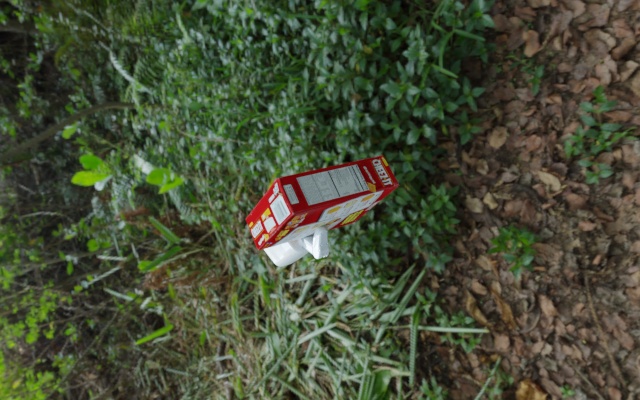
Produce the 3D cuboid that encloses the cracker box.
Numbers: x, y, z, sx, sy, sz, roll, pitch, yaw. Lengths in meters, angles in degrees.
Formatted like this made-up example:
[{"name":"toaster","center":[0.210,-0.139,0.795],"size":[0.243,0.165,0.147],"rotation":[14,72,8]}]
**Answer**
[{"name":"cracker box","center":[0.000,0.003,0.814],"size":[0.213,0.072,0.164],"rotation":[-15,-17,-32]}]
